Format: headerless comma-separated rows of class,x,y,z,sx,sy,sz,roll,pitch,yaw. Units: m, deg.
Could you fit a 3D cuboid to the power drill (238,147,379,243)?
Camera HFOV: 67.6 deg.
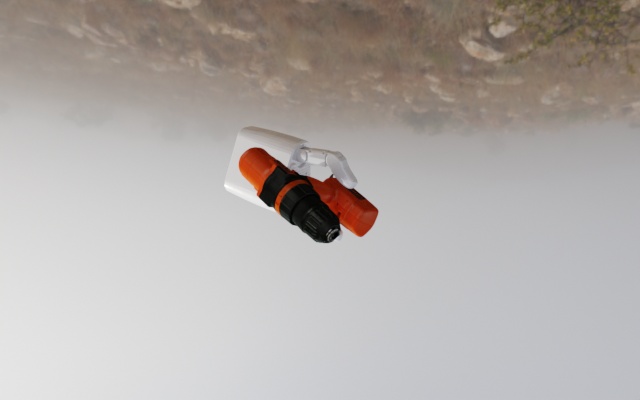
power drill,0.000,0.002,0.644,0.184,0.057,0.188,43,15,35
